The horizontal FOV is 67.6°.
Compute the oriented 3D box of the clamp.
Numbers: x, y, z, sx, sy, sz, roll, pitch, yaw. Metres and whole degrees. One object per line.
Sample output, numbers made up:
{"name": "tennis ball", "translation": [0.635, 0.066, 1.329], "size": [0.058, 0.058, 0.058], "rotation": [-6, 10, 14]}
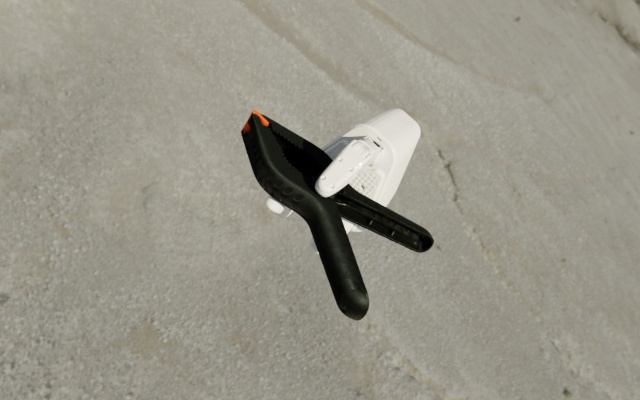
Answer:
{"name": "clamp", "translation": [0.000, 0.000, 0.420], "size": [0.210, 0.036, 0.164], "rotation": [42, 31, 6]}
